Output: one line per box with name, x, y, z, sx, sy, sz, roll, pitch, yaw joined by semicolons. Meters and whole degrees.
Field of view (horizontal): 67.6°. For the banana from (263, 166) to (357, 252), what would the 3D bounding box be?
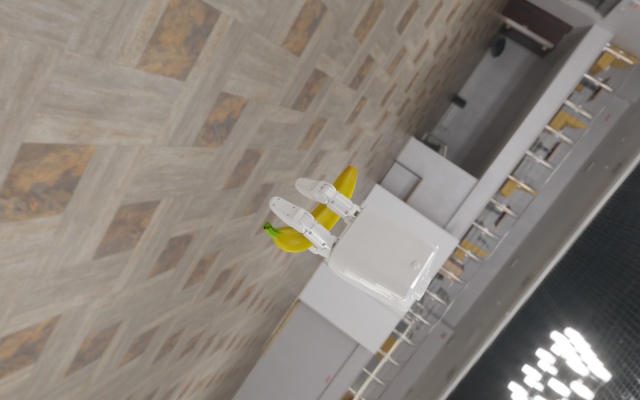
banana;-0.002;0.019;0.671;0.037;0.070;0.197;23;40;28
